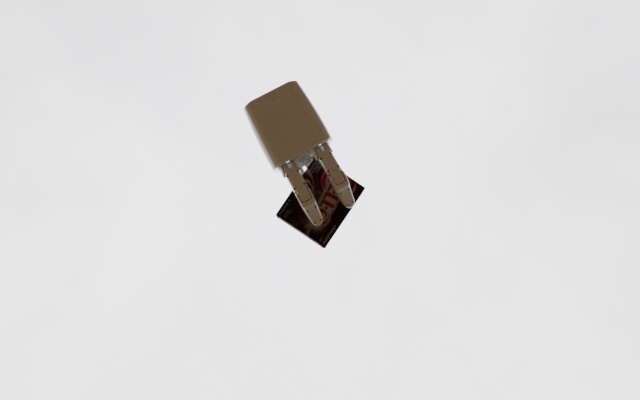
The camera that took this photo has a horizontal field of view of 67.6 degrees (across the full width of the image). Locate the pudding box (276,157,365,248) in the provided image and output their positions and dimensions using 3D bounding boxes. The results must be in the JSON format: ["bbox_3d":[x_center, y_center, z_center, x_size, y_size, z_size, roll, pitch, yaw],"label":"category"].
[{"bbox_3d":[0.000,0.002,0.727,0.090,0.113,0.039,34,-5,1],"label":"pudding box"}]
